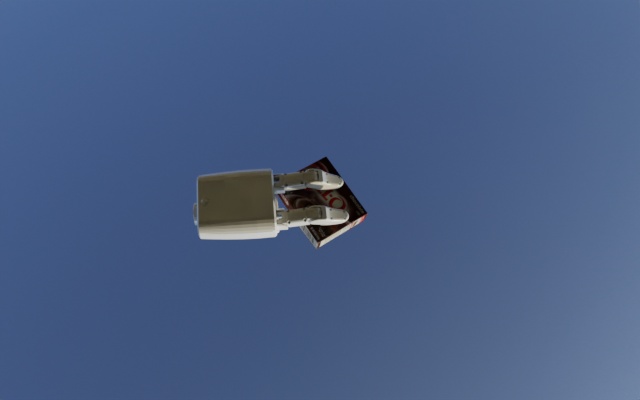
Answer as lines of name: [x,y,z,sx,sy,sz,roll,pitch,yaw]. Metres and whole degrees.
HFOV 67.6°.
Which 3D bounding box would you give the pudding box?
pudding box: [0.000,0.002,0.705,0.090,0.113,0.039,-30,-14,-19]
